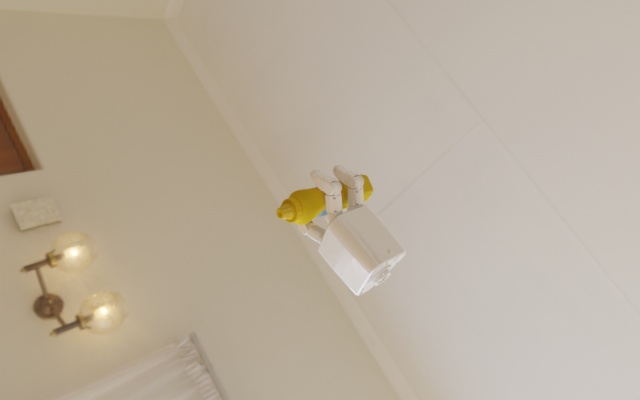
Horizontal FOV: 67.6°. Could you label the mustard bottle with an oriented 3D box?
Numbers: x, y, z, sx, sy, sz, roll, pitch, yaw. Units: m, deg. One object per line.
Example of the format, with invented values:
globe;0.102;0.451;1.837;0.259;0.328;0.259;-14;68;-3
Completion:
mustard bottle;0.000;0.002;0.832;0.191;0.058;0.096;-17;-7;-44
